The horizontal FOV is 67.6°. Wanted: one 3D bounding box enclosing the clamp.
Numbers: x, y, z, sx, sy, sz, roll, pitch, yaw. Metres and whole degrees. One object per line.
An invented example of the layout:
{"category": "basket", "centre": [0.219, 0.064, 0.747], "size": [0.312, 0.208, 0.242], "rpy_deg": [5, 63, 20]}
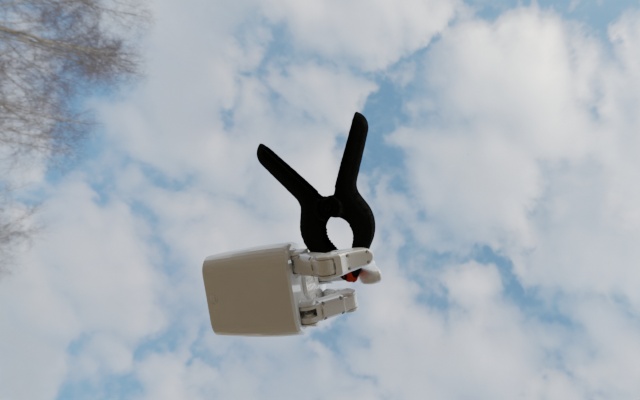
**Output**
{"category": "clamp", "centre": [0.000, 0.002, 0.498], "size": [0.120, 0.171, 0.039], "rpy_deg": [-7, 3, 19]}
